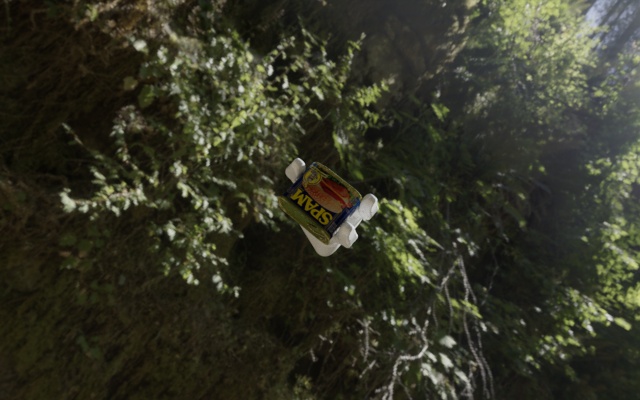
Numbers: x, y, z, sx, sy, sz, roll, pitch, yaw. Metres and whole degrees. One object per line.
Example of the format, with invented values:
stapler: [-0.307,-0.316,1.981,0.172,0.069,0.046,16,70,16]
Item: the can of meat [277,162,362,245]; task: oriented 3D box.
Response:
can of meat: [0.000,0.002,0.725,0.102,0.084,0.057,39,-16,12]
